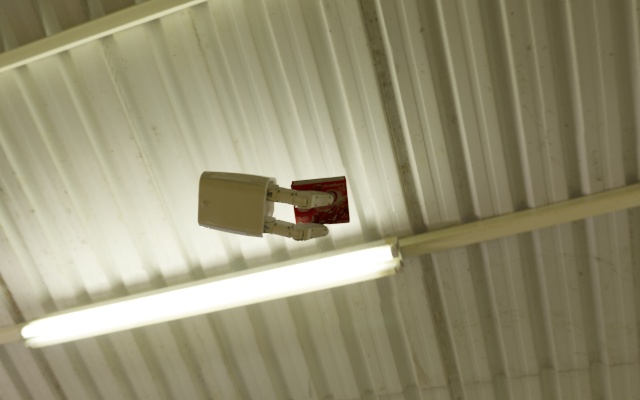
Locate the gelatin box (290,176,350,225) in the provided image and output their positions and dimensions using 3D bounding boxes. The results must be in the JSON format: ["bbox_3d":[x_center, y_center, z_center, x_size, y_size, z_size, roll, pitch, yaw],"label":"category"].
[{"bbox_3d":[0.000,0.002,0.762,0.089,0.073,0.030,-6,19,2],"label":"gelatin box"}]
